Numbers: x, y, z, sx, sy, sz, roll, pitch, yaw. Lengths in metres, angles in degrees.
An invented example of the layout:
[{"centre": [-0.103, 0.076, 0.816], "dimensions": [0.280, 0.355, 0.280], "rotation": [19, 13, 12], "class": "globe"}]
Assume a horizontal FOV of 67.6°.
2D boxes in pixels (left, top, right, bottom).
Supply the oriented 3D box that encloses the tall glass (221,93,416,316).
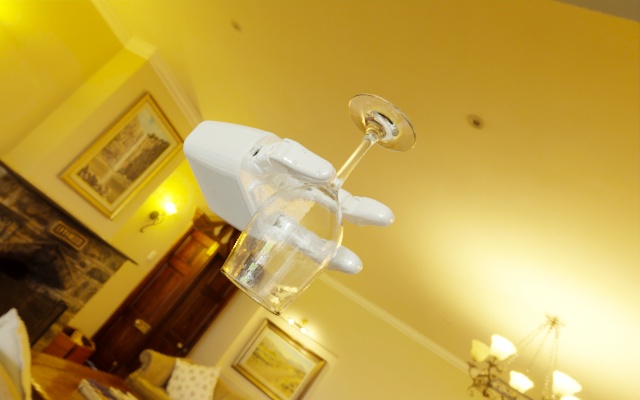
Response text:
[{"centre": [0.001, 0.001, 0.421], "dimensions": [0.079, 0.201, 0.079], "rotation": [33, -19, 13], "class": "tall glass"}]
